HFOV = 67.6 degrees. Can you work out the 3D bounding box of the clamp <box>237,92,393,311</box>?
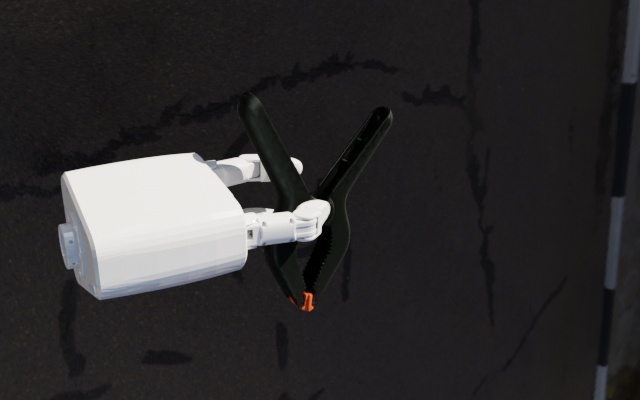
[{"bbox_3d":[0.000,0.002,0.455,0.164,0.210,0.036,-10,21,-33],"label":"clamp"}]
